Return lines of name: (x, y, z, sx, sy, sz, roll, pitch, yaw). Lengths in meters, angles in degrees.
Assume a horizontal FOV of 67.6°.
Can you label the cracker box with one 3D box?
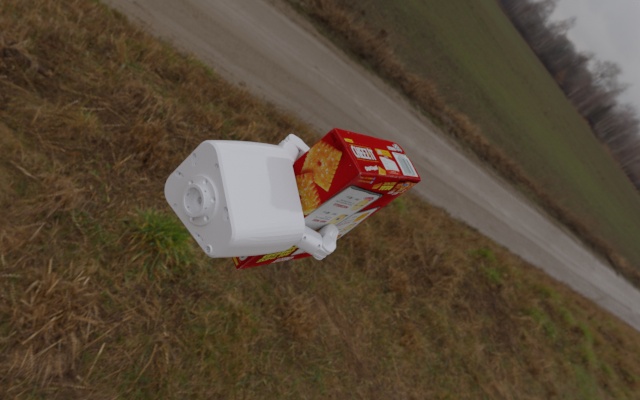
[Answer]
cracker box: (0.000, 0.002, 0.617, 0.214, 0.072, 0.164, -37, -20, 29)
